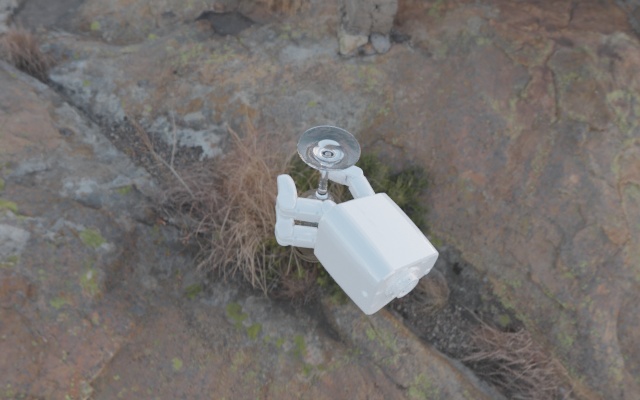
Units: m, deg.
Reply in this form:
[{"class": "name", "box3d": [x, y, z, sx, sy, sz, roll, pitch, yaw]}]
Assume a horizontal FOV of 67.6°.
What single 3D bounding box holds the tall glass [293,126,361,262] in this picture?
[{"class": "tall glass", "box3d": [0.000, 0.001, 0.628, 0.079, 0.079, 0.201, 0, -39, -8]}]
